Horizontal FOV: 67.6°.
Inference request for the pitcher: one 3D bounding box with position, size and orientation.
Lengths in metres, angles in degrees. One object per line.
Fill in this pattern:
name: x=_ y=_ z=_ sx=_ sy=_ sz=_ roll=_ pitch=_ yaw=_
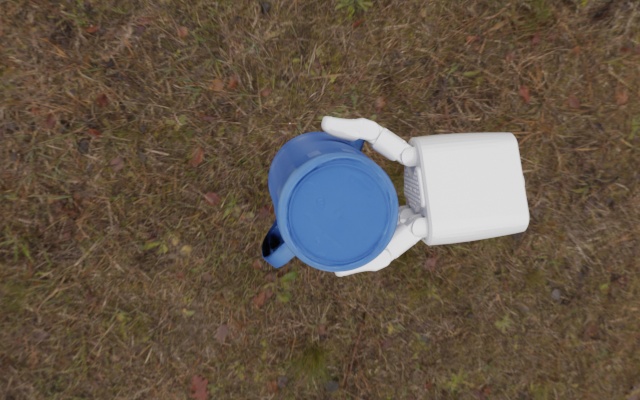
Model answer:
pitcher: x=0.000 y=0.002 z=0.526 sx=0.145 sy=0.149 sz=0.243 roll=-4 pitch=9 yaw=-4
